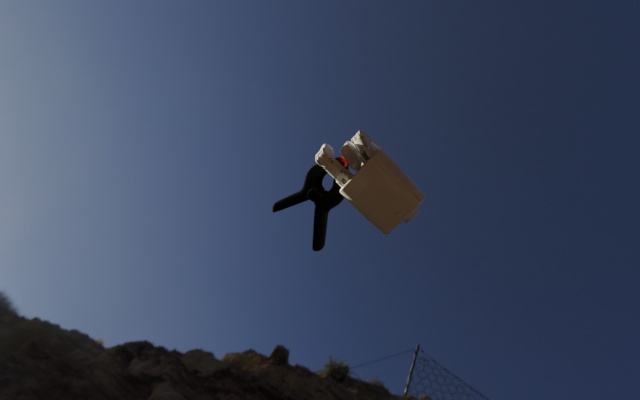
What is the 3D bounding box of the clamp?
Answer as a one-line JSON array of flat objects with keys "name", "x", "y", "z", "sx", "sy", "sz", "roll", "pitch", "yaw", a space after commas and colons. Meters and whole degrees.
[{"name": "clamp", "x": 0.000, "y": 0.002, "z": 0.827, "sx": 0.171, "sy": 0.120, "sz": 0.039, "roll": -47, "pitch": -9, "yaw": 28}]
